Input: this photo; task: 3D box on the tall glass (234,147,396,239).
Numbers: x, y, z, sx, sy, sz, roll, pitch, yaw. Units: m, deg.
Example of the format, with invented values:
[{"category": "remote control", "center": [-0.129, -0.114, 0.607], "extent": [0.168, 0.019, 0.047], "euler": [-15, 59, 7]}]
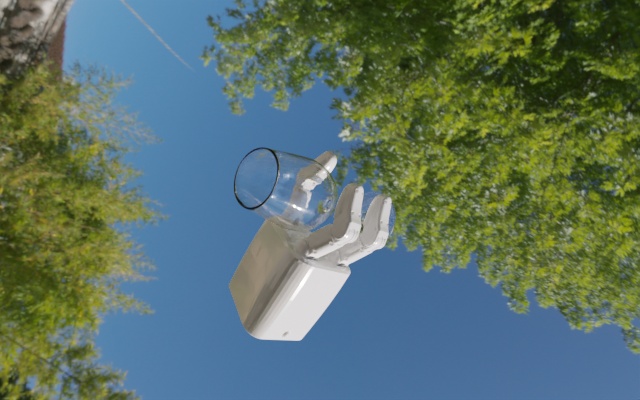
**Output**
[{"category": "tall glass", "center": [0.001, 0.002, 0.528], "extent": [0.079, 0.079, 0.201], "euler": [0, -14, 40]}]
